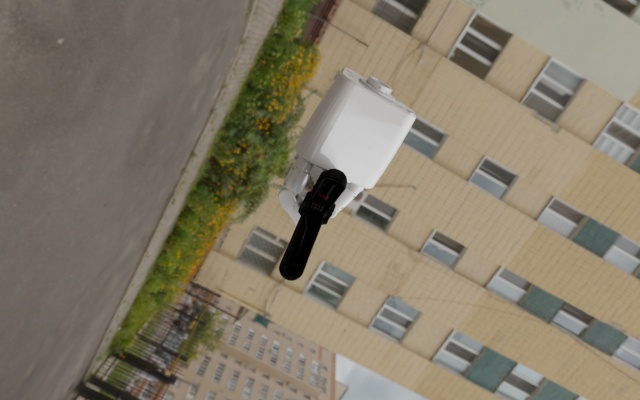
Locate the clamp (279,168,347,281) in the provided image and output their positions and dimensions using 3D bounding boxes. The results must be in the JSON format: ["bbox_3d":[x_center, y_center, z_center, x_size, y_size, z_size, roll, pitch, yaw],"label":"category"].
[{"bbox_3d":[0.001,0.002,0.523,0.039,0.120,0.171,30,22,-7],"label":"clamp"}]
